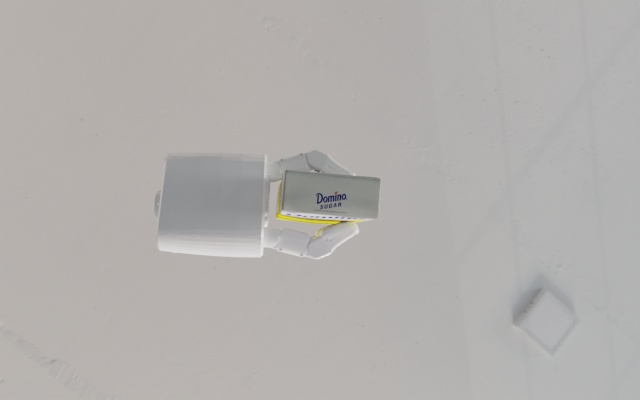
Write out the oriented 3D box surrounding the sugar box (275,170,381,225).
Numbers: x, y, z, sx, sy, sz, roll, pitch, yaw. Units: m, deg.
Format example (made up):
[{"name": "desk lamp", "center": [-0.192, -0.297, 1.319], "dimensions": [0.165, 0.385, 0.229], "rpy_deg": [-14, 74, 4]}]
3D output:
[{"name": "sugar box", "center": [0.000, 0.002, 0.524], "dimensions": [0.093, 0.048, 0.176], "rpy_deg": [5, -3, -6]}]
